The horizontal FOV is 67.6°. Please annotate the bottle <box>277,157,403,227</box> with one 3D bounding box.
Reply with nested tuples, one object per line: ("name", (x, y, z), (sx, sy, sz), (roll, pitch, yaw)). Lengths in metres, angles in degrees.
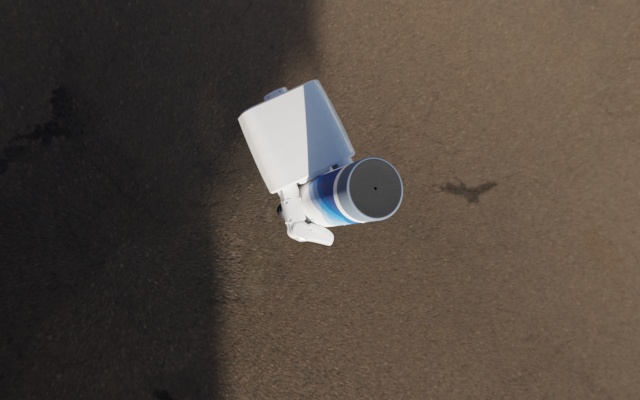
("bottle", (0.000, 0.002, 0.626), (0.069, 0.069, 0.296), (0, -6, -23))
